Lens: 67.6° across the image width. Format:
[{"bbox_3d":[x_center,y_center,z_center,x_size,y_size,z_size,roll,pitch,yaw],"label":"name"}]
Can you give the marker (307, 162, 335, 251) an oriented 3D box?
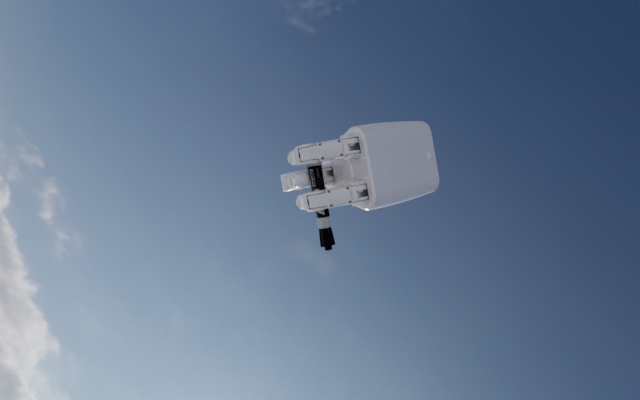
[{"bbox_3d":[0.000,0.002,0.588,0.020,0.121,0.020,-10,4,1],"label":"marker"}]
